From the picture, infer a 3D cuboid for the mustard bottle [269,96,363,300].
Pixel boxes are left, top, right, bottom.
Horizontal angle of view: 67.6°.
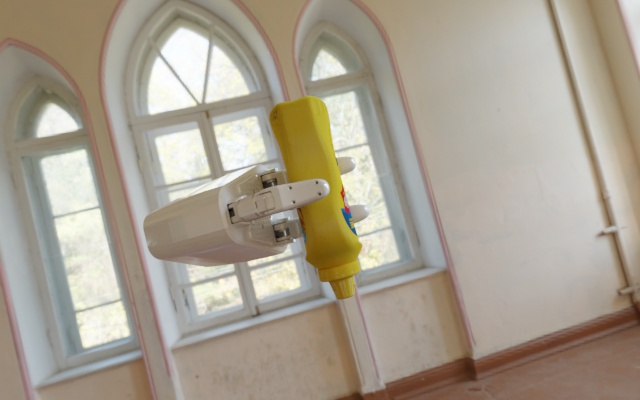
[{"bbox_3d":[0.000,0.001,0.468,0.058,0.191,0.096,-14,-3,0],"label":"mustard bottle"}]
